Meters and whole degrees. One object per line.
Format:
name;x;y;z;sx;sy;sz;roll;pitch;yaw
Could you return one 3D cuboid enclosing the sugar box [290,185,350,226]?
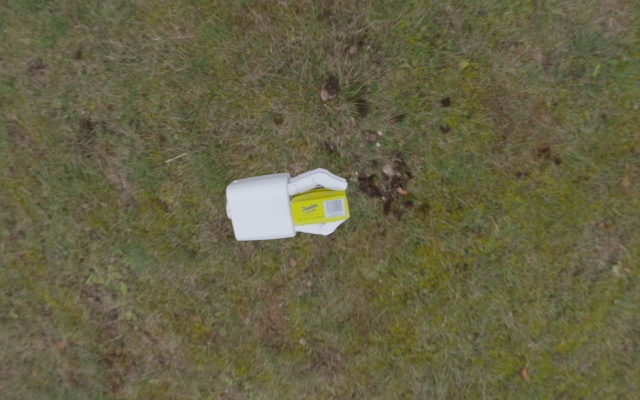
sugar box;0.000;0.002;0.849;0.093;0.048;0.176;-7;11;1
